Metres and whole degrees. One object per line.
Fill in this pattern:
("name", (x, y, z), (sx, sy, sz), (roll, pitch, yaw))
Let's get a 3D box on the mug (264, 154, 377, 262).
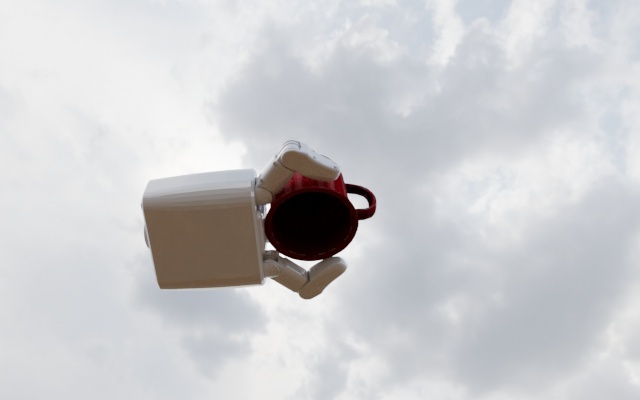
("mug", (0.002, 0.001, 0.501), (0.117, 0.093, 0.081), (-5, 36, -3))
